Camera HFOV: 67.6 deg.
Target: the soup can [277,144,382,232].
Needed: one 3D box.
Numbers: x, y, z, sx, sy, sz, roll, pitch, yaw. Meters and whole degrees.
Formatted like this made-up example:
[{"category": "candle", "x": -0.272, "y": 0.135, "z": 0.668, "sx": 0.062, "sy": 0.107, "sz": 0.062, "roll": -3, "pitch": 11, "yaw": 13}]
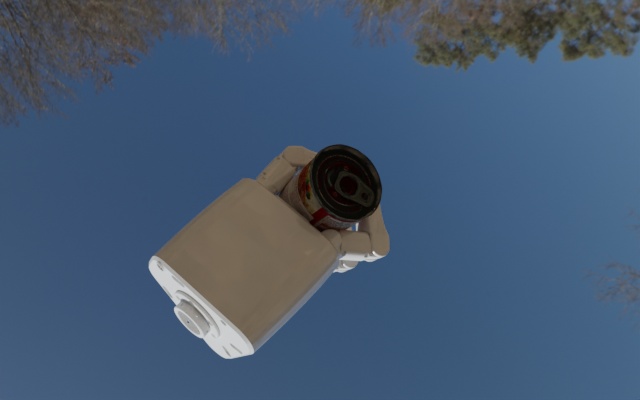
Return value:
[{"category": "soup can", "x": 0.000, "y": 0.001, "z": 0.435, "sx": 0.068, "sy": 0.068, "sz": 0.102, "roll": 0, "pitch": -20, "yaw": -28}]
